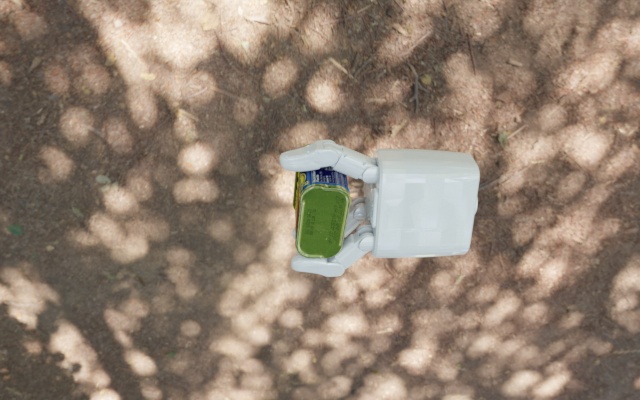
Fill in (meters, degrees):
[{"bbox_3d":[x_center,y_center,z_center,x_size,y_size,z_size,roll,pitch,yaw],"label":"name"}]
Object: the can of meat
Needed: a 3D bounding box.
[{"bbox_3d":[0.000,0.002,0.529,0.057,0.102,0.084,3,36,-6],"label":"can of meat"}]
